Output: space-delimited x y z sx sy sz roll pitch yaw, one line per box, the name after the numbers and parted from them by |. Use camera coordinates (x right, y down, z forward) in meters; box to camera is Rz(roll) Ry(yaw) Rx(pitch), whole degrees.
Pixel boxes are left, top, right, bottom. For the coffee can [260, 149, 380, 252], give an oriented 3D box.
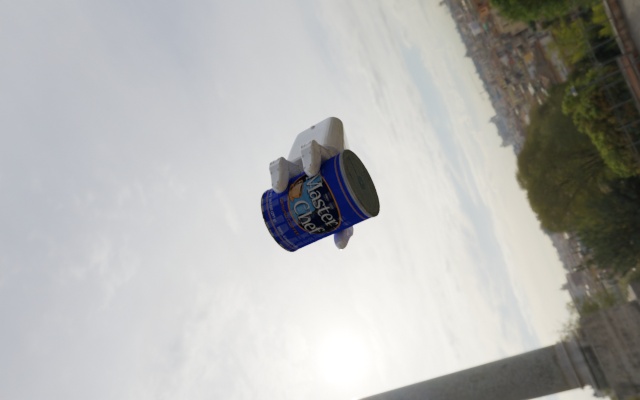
0.000 0.002 0.687 0.140 0.103 0.103 -25 -10 23 | coffee can
